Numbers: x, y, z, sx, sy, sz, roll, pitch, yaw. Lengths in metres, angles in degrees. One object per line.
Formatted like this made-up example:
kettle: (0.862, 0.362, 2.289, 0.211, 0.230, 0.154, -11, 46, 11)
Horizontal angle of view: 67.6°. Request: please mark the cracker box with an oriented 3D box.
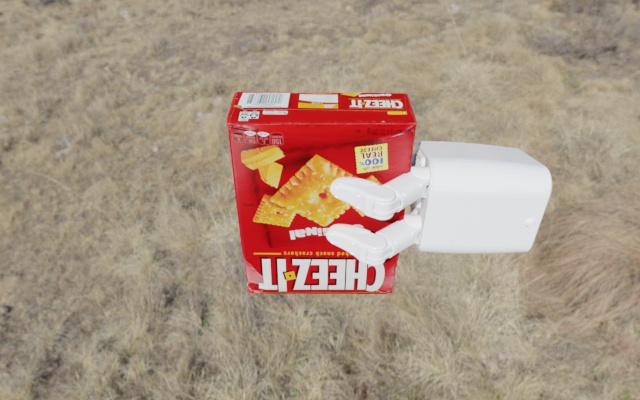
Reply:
cracker box: (0.000, 0.001, 0.483, 0.164, 0.214, 0.072, 1, 36, 0)
